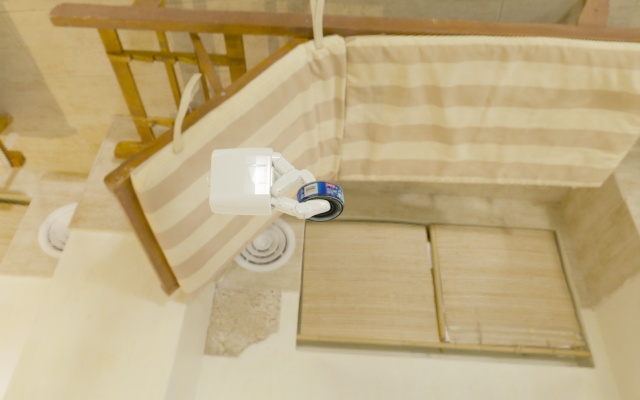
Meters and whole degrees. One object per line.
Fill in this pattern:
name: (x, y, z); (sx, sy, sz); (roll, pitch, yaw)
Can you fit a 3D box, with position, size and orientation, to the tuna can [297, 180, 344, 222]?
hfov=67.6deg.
tuna can: (0.000, 0.003, 0.862); (0.086, 0.033, 0.086); (-2, -36, -2)
